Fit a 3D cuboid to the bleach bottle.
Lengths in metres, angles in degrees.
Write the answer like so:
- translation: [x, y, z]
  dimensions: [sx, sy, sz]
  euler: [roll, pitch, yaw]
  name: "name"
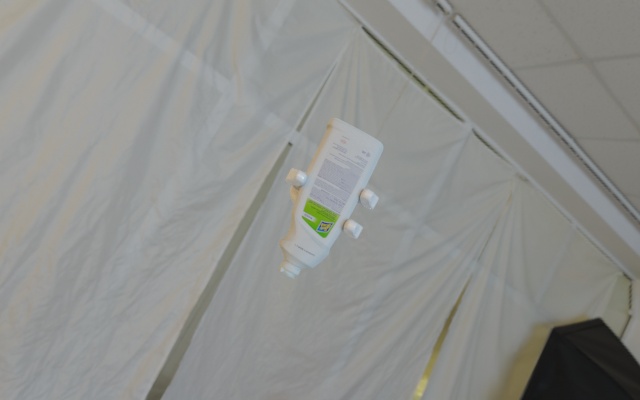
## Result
- translation: [0.000, 0.002, 0.755]
  dimensions: [0.102, 0.251, 0.068]
  euler: [29, -7, 3]
  name: "bleach bottle"
